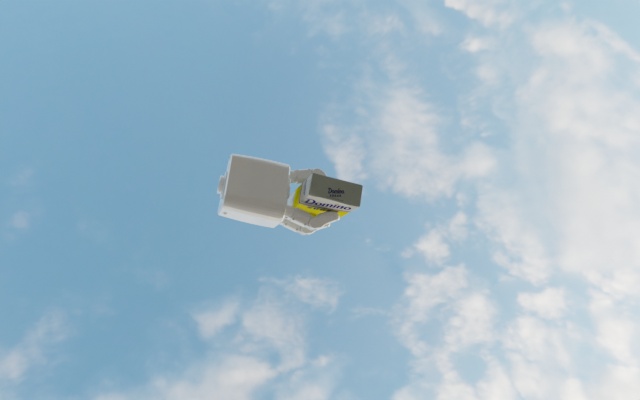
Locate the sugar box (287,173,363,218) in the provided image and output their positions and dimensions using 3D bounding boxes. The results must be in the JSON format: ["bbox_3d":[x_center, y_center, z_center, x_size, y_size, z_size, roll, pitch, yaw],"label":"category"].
[{"bbox_3d":[0.000,0.003,0.865,0.093,0.048,0.176,13,-15,-14],"label":"sugar box"}]
